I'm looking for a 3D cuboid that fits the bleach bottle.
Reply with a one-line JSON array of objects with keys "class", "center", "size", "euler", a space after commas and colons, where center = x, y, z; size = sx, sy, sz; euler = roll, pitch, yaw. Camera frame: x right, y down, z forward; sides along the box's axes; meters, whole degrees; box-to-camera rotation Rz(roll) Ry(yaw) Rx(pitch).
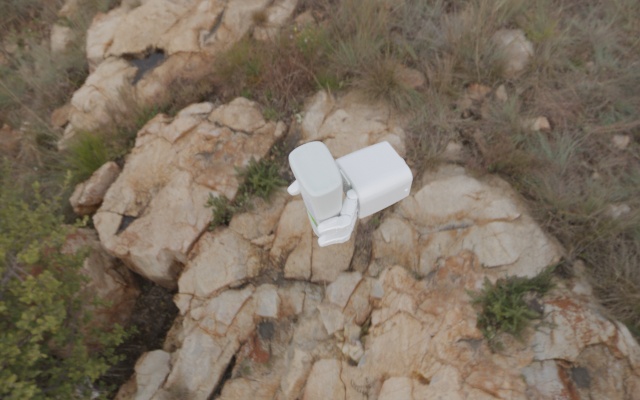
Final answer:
[{"class": "bleach bottle", "center": [0.000, 0.003, 0.866], "size": [0.068, 0.102, 0.251], "euler": [-24, -25, -8]}]
